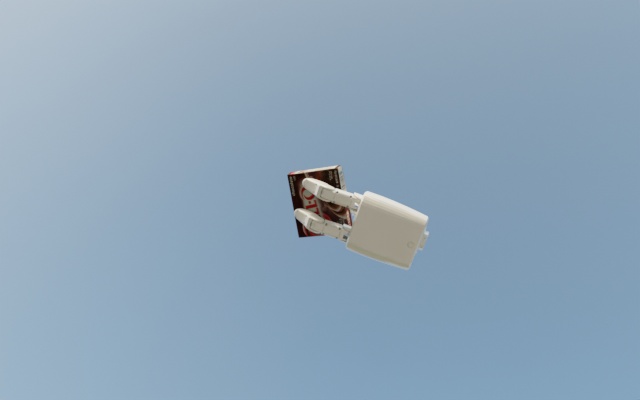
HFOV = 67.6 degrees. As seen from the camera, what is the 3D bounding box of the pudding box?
[{"bbox_3d":[0.000,0.003,0.796,0.090,0.113,0.039,-7,9,19],"label":"pudding box"}]
